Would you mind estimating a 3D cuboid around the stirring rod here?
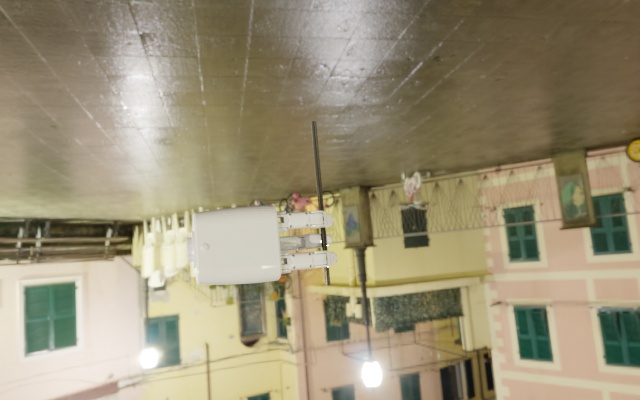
[{"bbox_3d":[0.000,0.002,0.695,0.011,0.239,0.011,-5,-7,-1],"label":"stirring rod"}]
